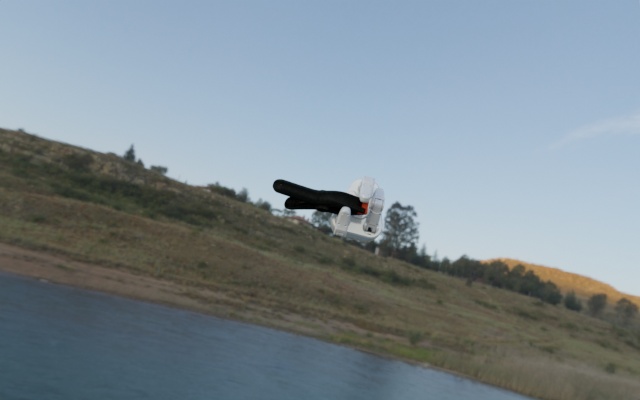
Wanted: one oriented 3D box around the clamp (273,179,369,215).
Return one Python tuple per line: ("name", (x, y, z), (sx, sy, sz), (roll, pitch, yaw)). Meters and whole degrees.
("clamp", (0.000, 0.002, 0.870), (0.171, 0.039, 0.120), (13, -10, 2))
